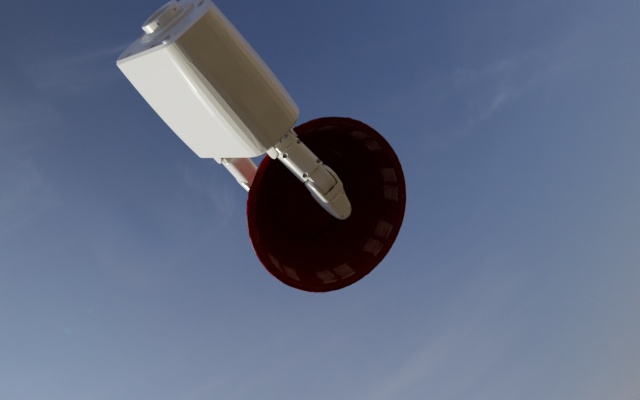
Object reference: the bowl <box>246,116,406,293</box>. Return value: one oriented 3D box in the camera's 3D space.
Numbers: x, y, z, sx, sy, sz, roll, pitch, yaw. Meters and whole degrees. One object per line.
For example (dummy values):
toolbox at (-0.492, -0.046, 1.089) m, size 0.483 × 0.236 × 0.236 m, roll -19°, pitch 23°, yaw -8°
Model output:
bowl at (0.000, 0.003, 0.453) m, size 0.162 × 0.162 × 0.055 m, roll 0°, pitch 11°, yaw -26°
